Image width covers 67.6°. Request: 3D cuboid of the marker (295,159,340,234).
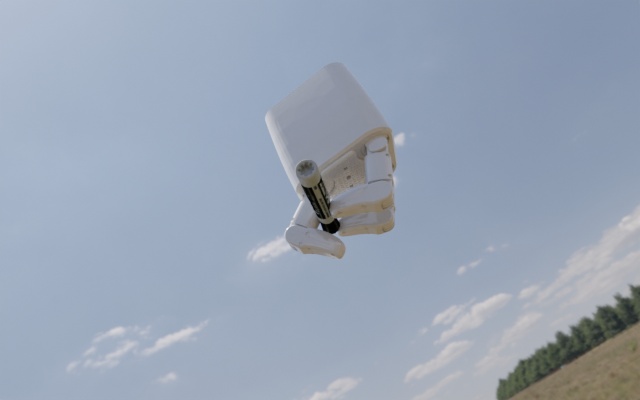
[{"bbox_3d":[0.000,0.001,0.436,0.020,0.020,0.121,0,-27,13],"label":"marker"}]
